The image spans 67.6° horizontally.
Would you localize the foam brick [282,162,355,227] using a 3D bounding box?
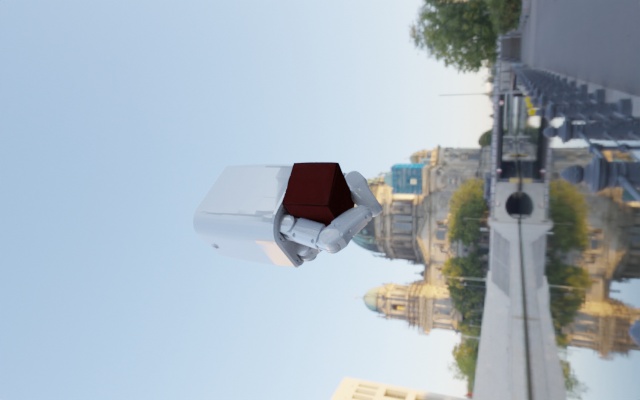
[{"bbox_3d":[0.000,0.001,0.507,0.051,0.053,0.078,3,-30,21],"label":"foam brick"}]
